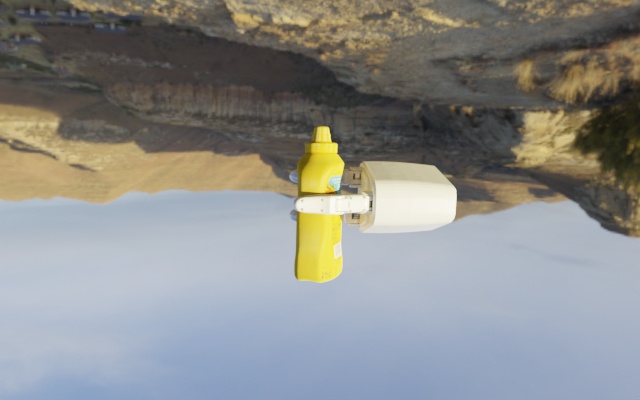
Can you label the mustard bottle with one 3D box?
[{"bbox_3d":[0.000,0.002,0.615,0.058,0.191,0.096,4,6,18],"label":"mustard bottle"}]
